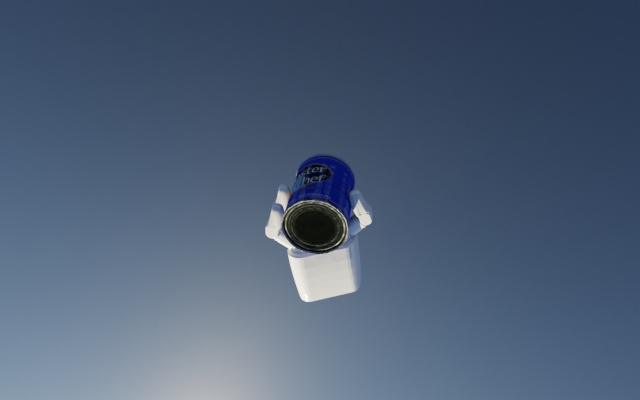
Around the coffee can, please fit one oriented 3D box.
[{"bbox_3d":[0.000,0.002,0.766,0.103,0.103,0.140,0,34,9],"label":"coffee can"}]
